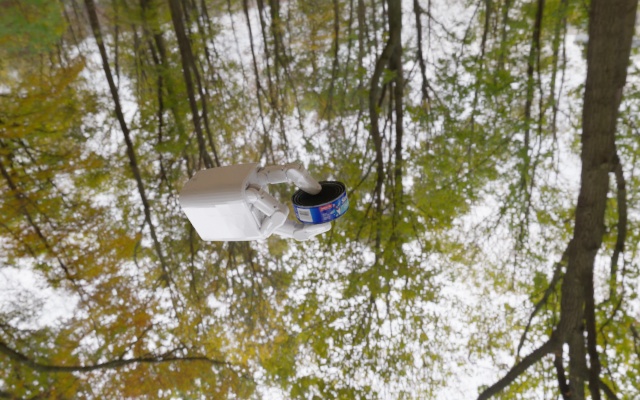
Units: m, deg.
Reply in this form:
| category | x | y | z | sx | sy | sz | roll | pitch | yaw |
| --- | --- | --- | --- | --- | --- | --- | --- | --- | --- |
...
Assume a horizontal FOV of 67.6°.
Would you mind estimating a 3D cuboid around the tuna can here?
| category | x | y | z | sx | sy | sz | roll | pitch | yaw |
| --- | --- | --- | --- | --- | --- | --- | --- | --- | --- |
| tuna can | 0.000 | 0.003 | 0.735 | 0.086 | 0.034 | 0.086 | -12 | 25 | 6 |
